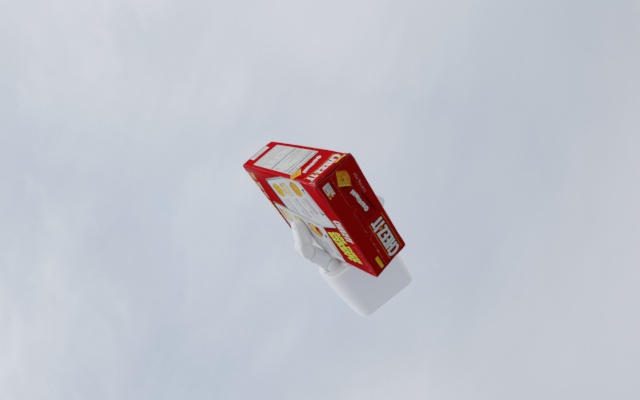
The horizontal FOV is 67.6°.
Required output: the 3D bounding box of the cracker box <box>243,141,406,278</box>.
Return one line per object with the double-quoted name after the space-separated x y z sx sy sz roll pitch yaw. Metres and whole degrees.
0.000 0.002 0.676 0.072 0.164 0.213 -44 29 -17 "cracker box"
